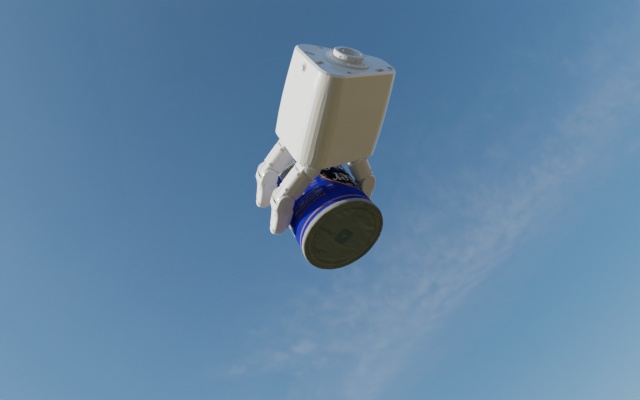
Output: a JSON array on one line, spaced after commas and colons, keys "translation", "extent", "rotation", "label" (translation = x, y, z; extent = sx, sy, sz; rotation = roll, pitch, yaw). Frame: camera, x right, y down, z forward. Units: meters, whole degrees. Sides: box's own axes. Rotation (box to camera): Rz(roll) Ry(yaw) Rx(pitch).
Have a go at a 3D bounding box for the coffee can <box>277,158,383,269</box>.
[{"translation": [0.000, 0.002, 0.602], "extent": [0.103, 0.103, 0.140], "rotation": [0, 35, -30], "label": "coffee can"}]
